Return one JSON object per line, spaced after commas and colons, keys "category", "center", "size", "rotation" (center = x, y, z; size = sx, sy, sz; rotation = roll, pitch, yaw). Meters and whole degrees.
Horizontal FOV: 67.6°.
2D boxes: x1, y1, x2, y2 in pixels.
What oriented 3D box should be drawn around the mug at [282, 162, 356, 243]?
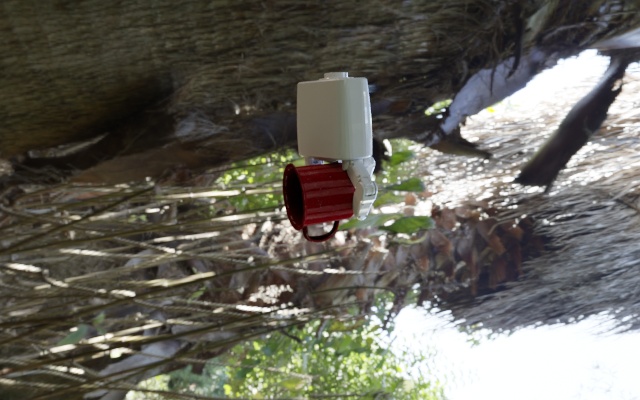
{"category": "mug", "center": [0.000, 0.004, 0.668], "size": [0.081, 0.117, 0.093], "rotation": [-8, 14, -21]}
